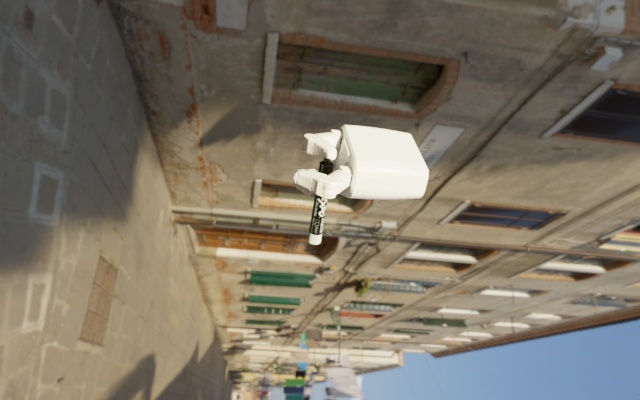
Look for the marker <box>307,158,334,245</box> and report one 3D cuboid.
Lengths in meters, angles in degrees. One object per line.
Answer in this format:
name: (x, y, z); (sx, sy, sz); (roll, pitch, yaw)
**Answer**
marker: (0.000, 0.002, 0.627); (0.020, 0.121, 0.020); (8, 25, -4)
